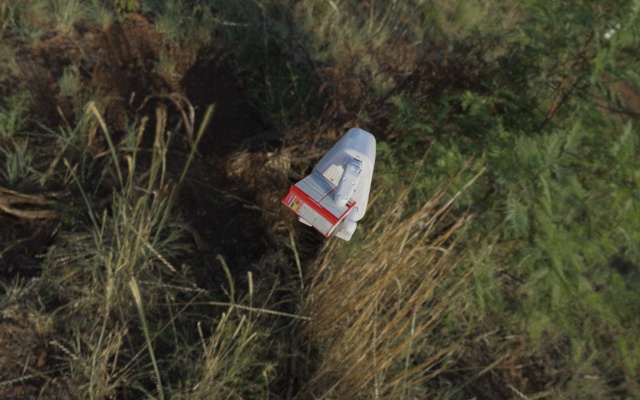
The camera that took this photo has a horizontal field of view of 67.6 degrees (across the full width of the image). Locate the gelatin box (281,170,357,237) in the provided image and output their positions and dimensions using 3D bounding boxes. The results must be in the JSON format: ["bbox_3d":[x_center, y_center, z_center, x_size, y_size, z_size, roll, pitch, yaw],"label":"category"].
[{"bbox_3d":[0.000,0.002,0.618,0.073,0.030,0.089,38,25,6],"label":"gelatin box"}]
